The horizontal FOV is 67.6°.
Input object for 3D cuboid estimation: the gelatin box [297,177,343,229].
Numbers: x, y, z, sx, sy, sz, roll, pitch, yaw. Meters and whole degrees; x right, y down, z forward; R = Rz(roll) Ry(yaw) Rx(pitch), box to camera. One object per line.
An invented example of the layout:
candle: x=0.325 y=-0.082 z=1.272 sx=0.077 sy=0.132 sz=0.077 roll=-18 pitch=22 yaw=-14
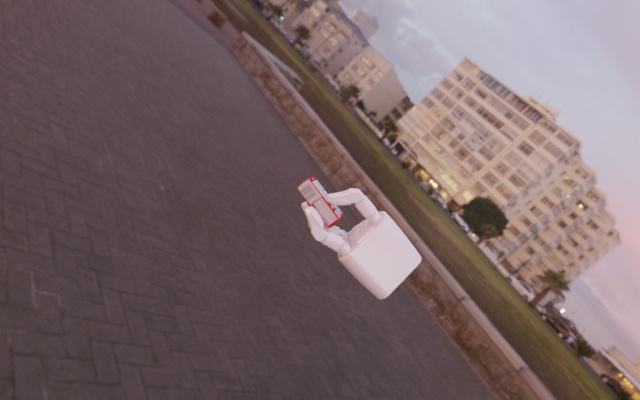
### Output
gelatin box: x=0.000 y=0.002 z=0.830 sx=0.030 sy=0.089 sz=0.073 roll=-37 pitch=1 yaw=9
